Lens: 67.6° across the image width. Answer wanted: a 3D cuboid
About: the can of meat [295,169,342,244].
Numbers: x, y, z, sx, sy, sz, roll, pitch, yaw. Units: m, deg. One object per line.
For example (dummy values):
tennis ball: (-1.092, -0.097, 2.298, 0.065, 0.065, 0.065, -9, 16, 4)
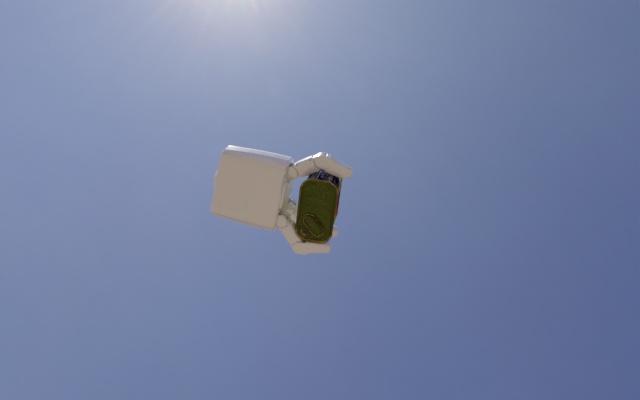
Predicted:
can of meat: (0.000, 0.002, 0.745, 0.057, 0.102, 0.084, 10, 23, 6)
